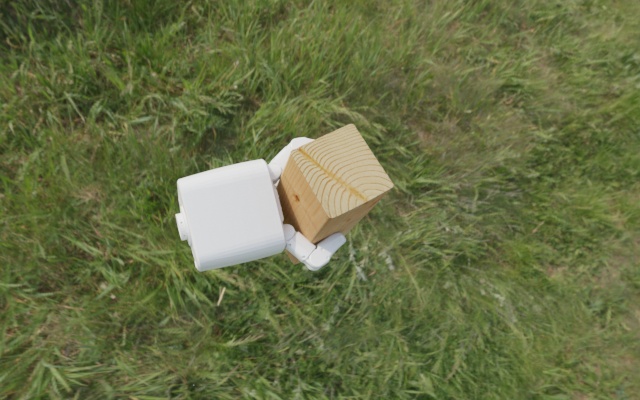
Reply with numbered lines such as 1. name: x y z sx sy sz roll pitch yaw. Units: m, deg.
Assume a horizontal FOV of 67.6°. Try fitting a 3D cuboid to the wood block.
1. wood block: 0.000 0.002 0.618 0.090 0.091 0.206 -27 -12 -22
